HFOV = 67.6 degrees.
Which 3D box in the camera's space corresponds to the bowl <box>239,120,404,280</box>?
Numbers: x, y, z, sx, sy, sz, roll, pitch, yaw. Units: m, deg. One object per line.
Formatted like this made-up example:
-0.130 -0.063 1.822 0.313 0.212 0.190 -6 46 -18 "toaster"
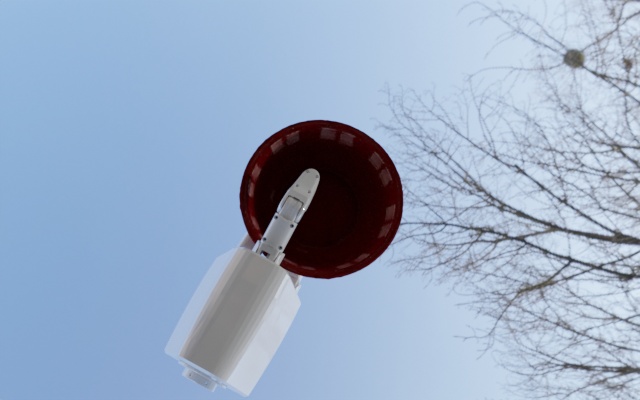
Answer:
0.001 0.001 0.492 0.162 0.162 0.055 0 -14 -5 "bowl"
